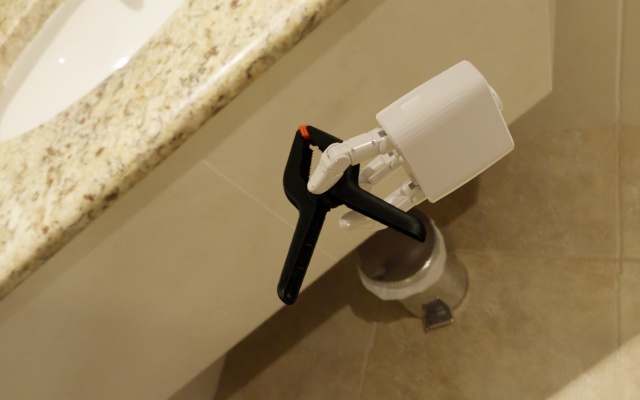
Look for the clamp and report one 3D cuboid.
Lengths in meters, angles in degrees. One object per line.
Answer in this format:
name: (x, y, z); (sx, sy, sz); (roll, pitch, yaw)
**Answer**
clamp: (0.000, 0.001, 0.524); (0.164, 0.209, 0.036); (-33, -38, 10)
